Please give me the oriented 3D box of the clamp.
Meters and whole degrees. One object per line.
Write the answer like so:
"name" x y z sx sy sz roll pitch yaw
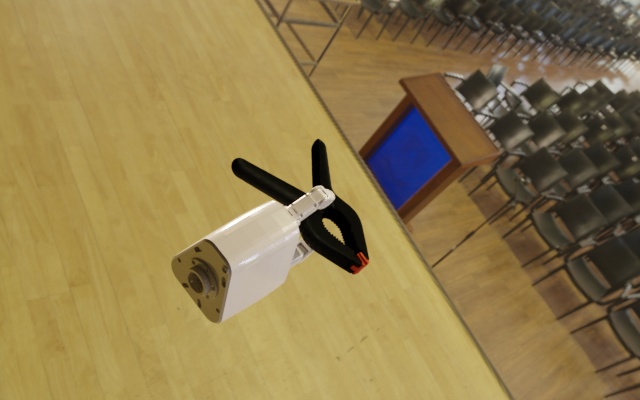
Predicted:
"clamp" 0.001 0.002 0.644 0.164 0.210 0.036 -30 -15 -44
